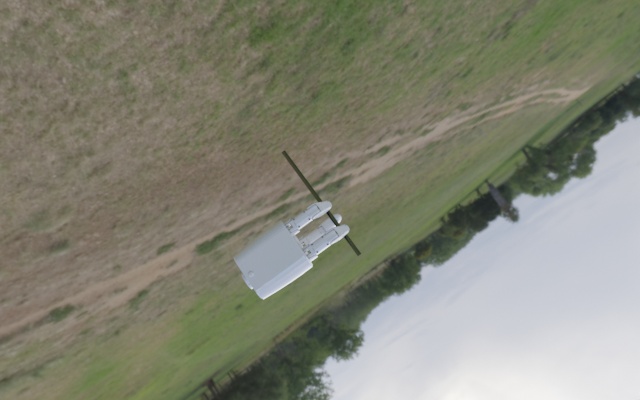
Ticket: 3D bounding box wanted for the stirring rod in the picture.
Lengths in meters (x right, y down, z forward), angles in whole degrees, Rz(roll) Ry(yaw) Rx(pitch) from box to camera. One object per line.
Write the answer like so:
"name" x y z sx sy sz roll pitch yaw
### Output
"stirring rod" 0.000 0.003 0.882 0.011 0.239 0.011 -35 -10 -7
